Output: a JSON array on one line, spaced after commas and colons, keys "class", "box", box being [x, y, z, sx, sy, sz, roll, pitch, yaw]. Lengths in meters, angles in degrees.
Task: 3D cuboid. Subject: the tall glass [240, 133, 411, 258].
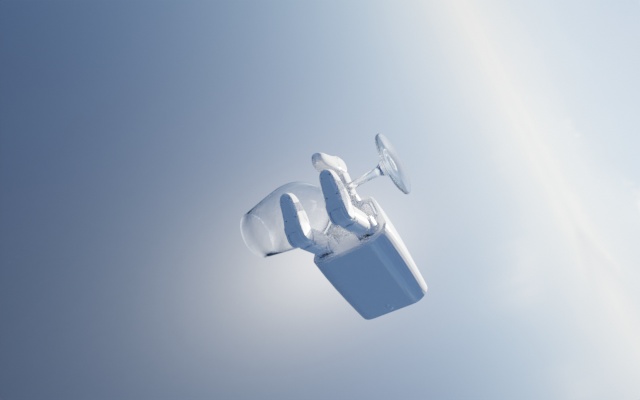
[{"class": "tall glass", "box": [0.001, 0.001, 0.560, 0.201, 0.079, 0.079, -27, -12, 24]}]
